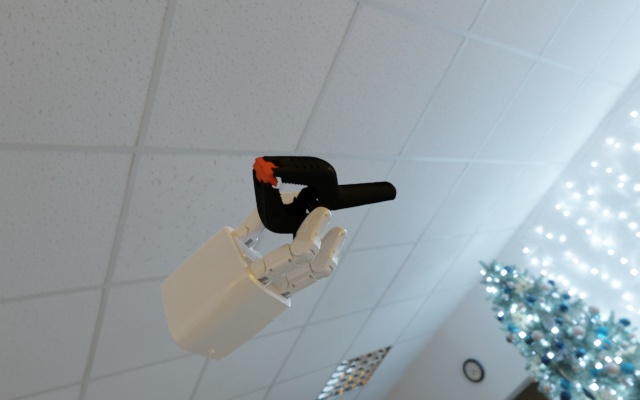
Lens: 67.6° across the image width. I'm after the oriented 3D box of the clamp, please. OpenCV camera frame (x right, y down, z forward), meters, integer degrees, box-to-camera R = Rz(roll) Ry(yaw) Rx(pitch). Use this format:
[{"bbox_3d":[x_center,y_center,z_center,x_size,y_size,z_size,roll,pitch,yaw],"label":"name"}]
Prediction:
[{"bbox_3d":[-0.001,0.001,0.529,0.036,0.164,0.210,48,-1,35],"label":"clamp"}]
